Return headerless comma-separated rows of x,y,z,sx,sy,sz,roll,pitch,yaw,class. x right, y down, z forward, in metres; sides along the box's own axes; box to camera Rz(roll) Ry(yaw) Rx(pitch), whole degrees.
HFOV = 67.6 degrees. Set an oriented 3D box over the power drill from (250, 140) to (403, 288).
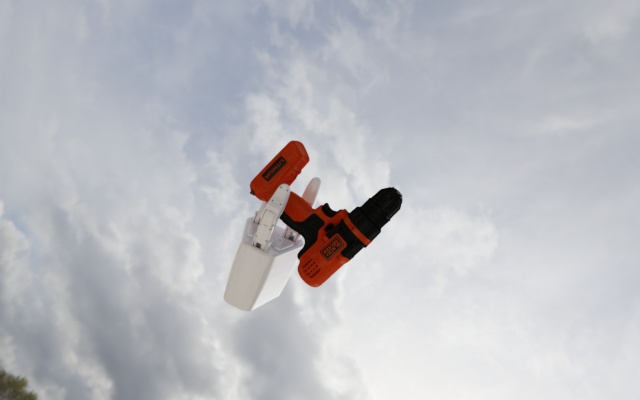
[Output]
0.000,0.002,0.689,0.184,0.187,0.057,-44,-20,8,power drill
